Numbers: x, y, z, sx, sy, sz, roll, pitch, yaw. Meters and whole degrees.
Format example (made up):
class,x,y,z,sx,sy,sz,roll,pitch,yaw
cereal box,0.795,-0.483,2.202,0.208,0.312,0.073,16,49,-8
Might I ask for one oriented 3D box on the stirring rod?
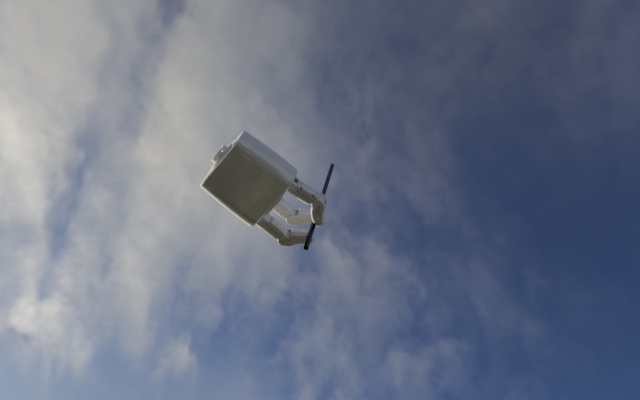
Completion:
class,x,y,z,sx,sy,sz,roll,pitch,yaw
stirring rod,0.000,0.003,0.831,0.011,0.011,0.239,0,36,13
